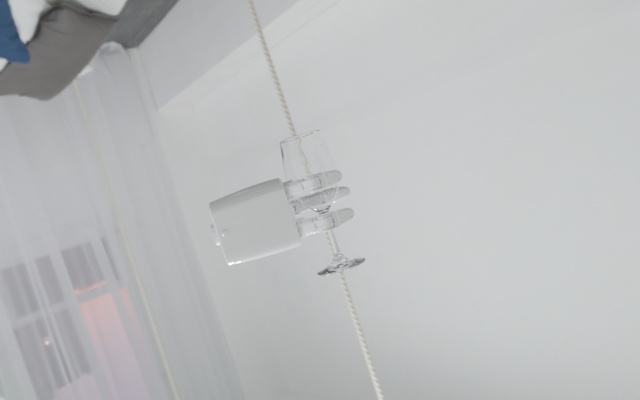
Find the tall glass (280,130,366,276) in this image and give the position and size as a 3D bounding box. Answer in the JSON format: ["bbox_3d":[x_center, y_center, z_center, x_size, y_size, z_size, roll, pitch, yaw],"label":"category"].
[{"bbox_3d":[0.000,0.003,0.694,0.079,0.201,0.079,-18,3,1],"label":"tall glass"}]
